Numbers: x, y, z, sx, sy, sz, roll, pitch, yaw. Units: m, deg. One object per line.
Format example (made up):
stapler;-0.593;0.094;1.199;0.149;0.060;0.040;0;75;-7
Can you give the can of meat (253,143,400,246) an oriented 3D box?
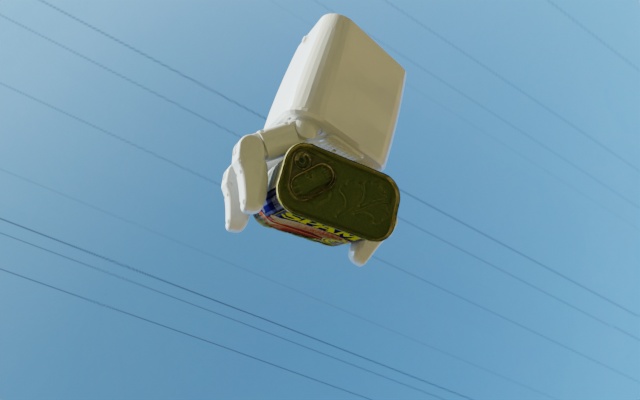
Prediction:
can of meat;0.000;0.001;0.401;0.102;0.057;0.084;20;-17;-20
